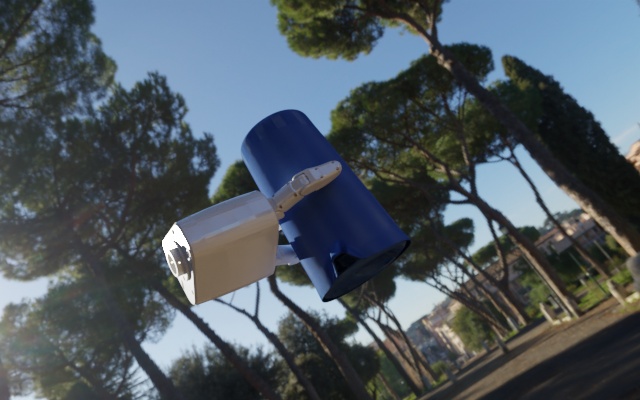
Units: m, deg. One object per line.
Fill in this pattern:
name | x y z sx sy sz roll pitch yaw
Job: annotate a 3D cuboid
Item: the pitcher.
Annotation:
pitcher | 0.000 0.002 0.637 0.145 0.242 0.149 -22 -23 -30
